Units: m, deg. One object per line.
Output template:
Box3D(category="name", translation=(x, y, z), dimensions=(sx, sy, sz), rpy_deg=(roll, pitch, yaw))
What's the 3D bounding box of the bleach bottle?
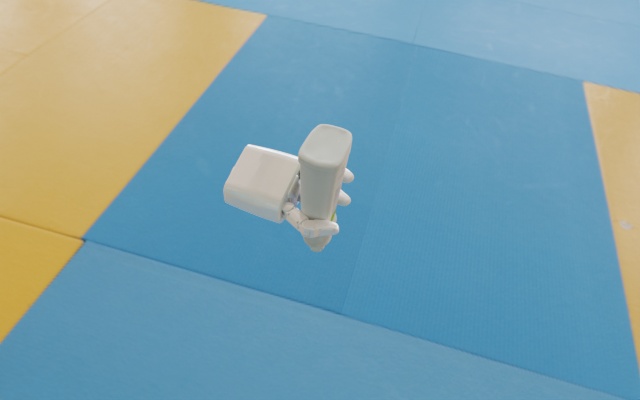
Box3D(category="bleach bottle", translation=(0.000, 0.002, 0.790), dimensions=(0.068, 0.251, 0.102), rpy_deg=(17, 46, 10))
